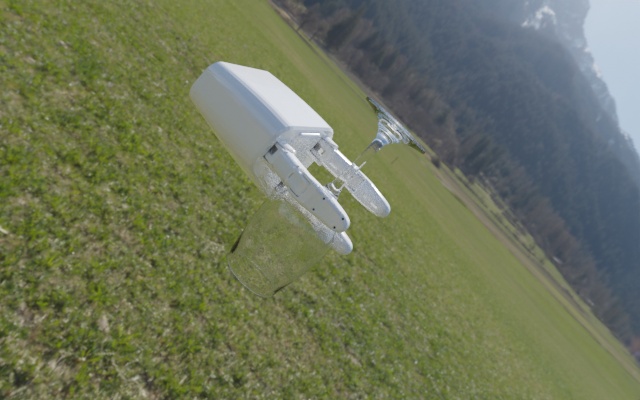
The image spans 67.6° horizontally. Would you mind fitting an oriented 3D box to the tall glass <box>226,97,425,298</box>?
[{"bbox_3d":[0.001,0.001,0.451,0.079,0.201,0.079,43,9,-8],"label":"tall glass"}]
